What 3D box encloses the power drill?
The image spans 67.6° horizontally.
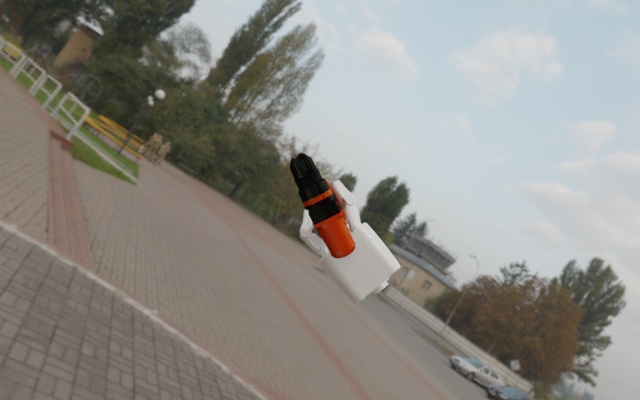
[{"bbox_3d":[0.000,0.003,0.843,0.057,0.184,0.187,-24,5,3],"label":"power drill"}]
